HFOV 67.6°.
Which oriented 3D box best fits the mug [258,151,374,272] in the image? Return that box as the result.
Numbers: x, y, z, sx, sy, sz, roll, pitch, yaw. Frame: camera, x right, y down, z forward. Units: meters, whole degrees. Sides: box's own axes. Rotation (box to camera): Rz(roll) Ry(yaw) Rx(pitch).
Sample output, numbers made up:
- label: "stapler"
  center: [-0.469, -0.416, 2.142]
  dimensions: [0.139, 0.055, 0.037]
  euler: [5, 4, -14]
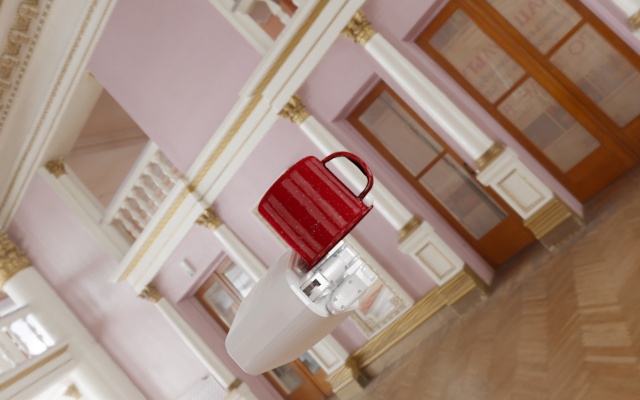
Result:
- label: "mug"
  center: [0.001, 0.000, 0.473]
  dimensions: [0.117, 0.081, 0.093]
  euler: [-47, -7, 15]
